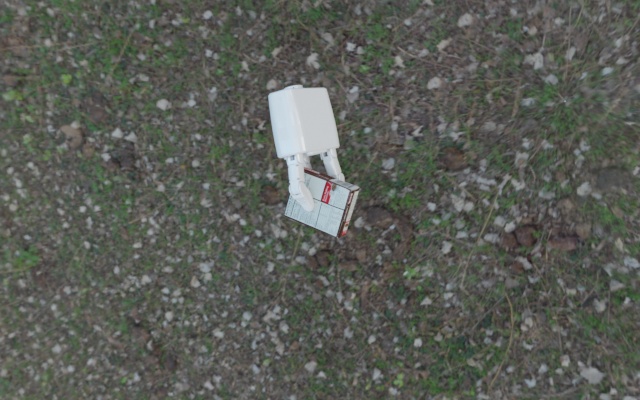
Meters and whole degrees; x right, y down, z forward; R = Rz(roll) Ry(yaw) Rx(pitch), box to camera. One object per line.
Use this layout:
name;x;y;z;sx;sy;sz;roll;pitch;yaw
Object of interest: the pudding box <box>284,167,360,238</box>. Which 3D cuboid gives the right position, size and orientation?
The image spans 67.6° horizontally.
pudding box;0.000;0.003;0.818;0.113;0.090;0.039;22;16;24
